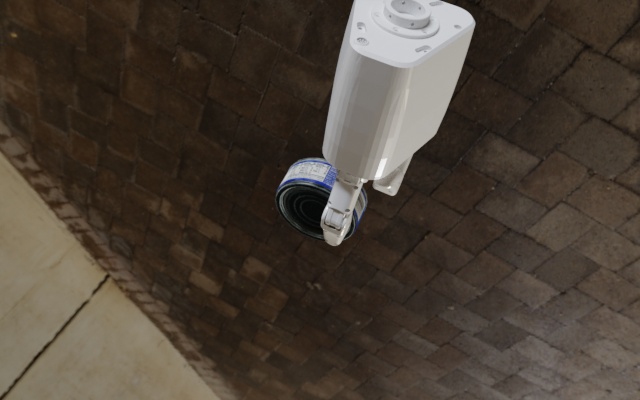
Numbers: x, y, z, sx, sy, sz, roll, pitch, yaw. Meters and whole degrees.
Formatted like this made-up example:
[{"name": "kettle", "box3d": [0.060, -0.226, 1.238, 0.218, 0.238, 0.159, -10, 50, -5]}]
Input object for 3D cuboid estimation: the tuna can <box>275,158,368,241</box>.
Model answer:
[{"name": "tuna can", "box3d": [0.000, 0.002, 0.464, 0.086, 0.033, 0.086, 17, -38, 14]}]
